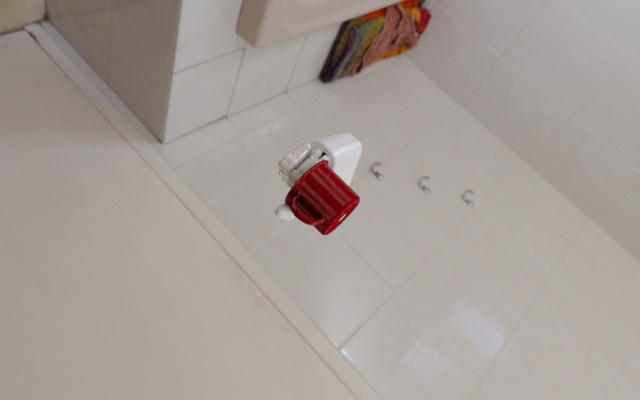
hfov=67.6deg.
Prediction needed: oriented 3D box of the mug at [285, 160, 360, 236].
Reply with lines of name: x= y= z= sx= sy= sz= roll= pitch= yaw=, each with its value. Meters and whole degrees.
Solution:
mug: x=0.000 y=0.003 z=0.721 sx=0.117 sy=0.081 sz=0.093 roll=-31 pitch=-18 yaw=-54
